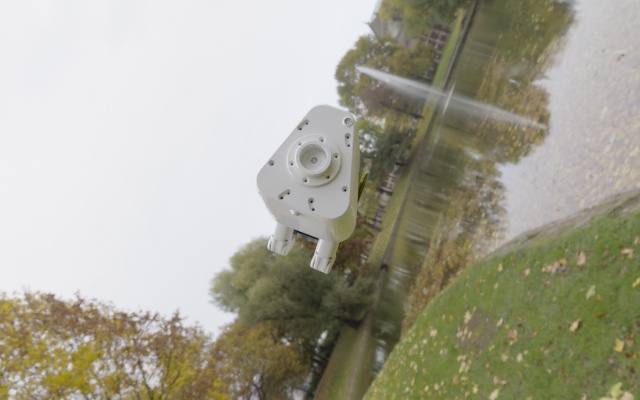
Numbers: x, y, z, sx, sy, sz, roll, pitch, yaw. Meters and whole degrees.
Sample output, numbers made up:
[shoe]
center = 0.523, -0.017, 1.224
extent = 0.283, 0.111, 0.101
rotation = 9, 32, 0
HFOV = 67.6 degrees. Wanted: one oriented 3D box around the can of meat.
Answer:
[can of meat]
center = 0.000, 0.002, 0.578
extent = 0.084, 0.102, 0.057
rotation = 20, -7, 8
